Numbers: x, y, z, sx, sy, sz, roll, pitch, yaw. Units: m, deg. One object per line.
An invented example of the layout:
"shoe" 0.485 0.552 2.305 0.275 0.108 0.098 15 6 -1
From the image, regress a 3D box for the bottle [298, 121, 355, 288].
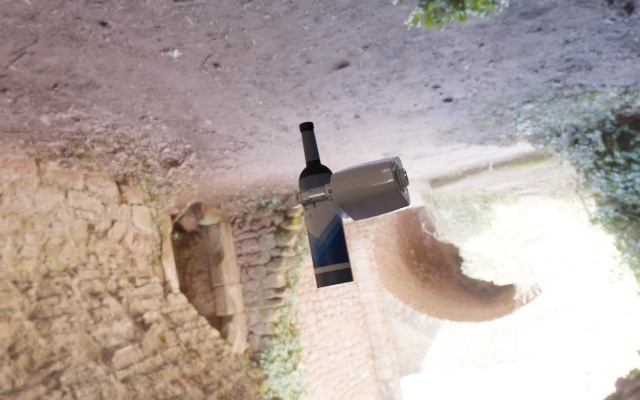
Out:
"bottle" 0.000 0.003 0.846 0.069 0.295 0.069 -10 -10 -2
